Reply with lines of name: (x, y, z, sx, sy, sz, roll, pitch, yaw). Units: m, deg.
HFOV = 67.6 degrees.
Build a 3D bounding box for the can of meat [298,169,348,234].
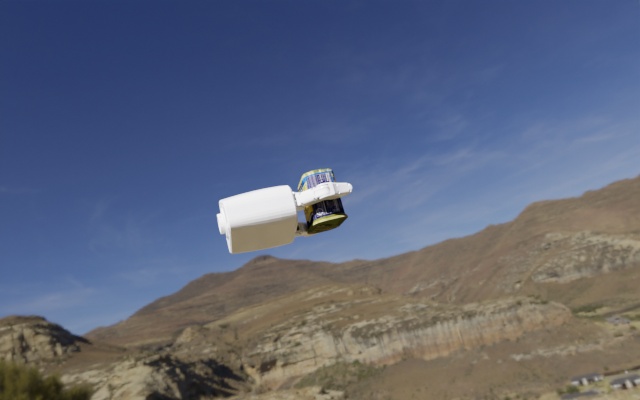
can of meat: (0.000, 0.002, 0.787, 0.057, 0.084, 0.102, -13, -13, -13)
